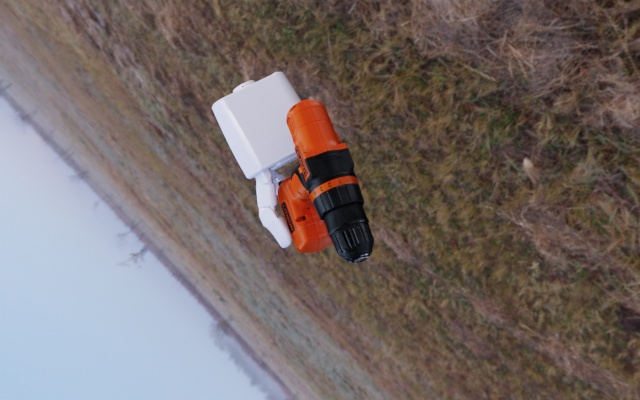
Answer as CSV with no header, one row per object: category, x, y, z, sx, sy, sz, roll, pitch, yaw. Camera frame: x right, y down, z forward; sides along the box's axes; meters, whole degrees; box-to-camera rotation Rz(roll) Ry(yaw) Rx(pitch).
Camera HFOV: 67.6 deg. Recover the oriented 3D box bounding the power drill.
power drill,0.000,0.002,0.563,0.057,0.184,0.188,-13,-18,-16
